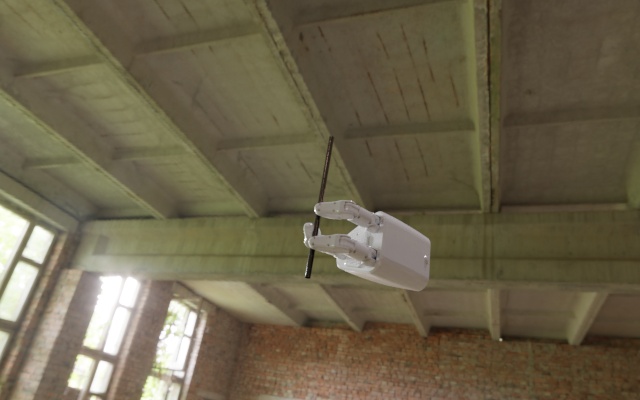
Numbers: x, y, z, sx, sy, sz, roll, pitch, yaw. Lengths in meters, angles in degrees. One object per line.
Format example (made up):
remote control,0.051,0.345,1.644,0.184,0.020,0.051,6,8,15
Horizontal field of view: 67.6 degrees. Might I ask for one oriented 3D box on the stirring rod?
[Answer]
stirring rod,0.000,0.002,0.718,0.011,0.239,0.011,8,-28,4
